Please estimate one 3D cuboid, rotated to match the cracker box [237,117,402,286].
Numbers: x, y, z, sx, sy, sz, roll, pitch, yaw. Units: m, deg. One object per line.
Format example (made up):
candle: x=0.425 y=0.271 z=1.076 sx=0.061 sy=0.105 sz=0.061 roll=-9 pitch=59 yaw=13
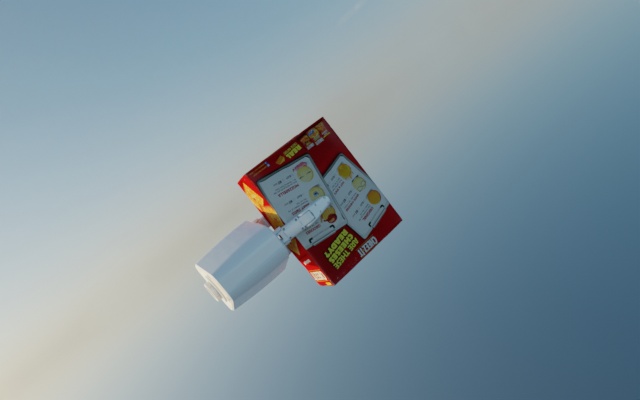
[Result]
cracker box: x=0.000 y=0.002 z=0.759 sx=0.164 sy=0.214 sz=0.072 roll=-40 pitch=6 yaw=-22
